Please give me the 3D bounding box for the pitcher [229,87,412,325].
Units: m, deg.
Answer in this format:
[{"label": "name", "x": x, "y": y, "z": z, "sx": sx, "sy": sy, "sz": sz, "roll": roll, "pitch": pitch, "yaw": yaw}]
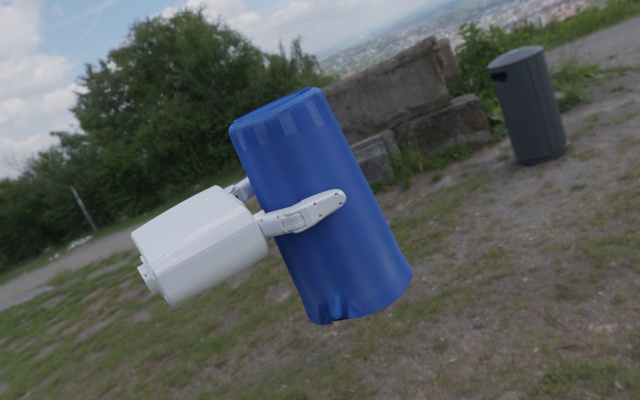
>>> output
[{"label": "pitcher", "x": 0.000, "y": 0.002, "z": 0.540, "sx": 0.145, "sy": 0.243, "sz": 0.149, "roll": -30, "pitch": 16, "yaw": -21}]
